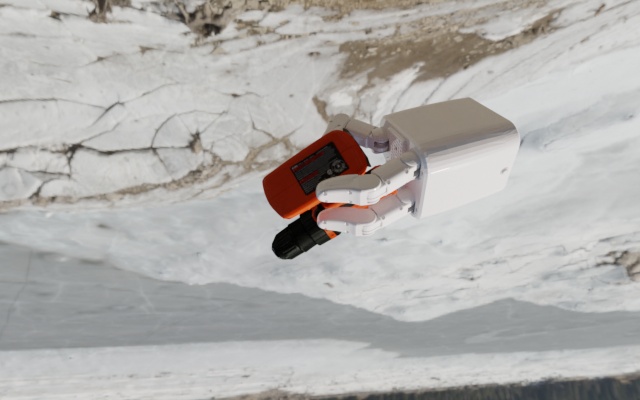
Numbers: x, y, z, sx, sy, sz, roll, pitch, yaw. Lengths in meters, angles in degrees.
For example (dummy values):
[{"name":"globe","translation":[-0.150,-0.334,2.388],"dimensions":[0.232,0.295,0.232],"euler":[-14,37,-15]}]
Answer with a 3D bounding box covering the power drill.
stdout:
[{"name":"power drill","translation":[0.000,0.002,0.552],"dimensions":[0.184,0.057,0.188],"euler":[-35,-17,4]}]
